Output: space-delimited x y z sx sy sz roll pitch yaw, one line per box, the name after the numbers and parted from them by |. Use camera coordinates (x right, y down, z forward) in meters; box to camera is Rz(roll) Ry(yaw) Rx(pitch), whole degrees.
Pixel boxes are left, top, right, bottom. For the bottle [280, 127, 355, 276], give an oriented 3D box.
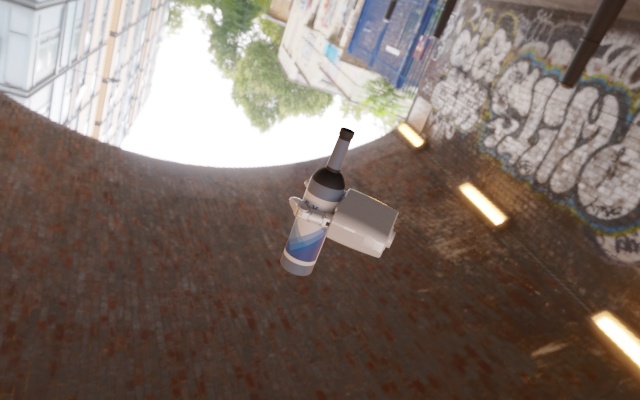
0.000 0.003 0.898 0.069 0.296 0.069 18 22 -7 | bottle
